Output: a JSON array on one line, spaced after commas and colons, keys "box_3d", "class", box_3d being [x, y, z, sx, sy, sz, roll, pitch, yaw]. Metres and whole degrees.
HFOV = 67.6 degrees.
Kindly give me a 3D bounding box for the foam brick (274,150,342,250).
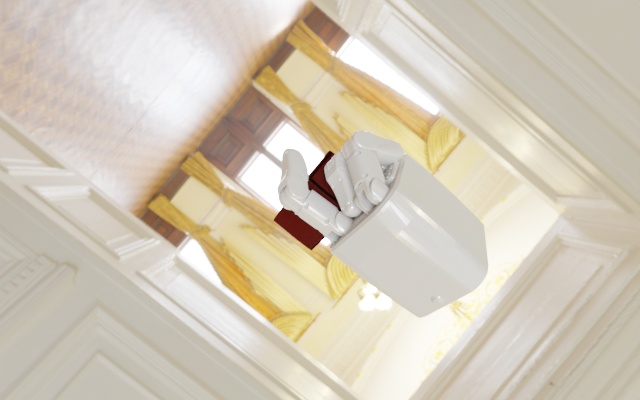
[{"box_3d": [0.000, 0.002, 0.468, 0.078, 0.051, 0.053, -46, 7, 45], "class": "foam brick"}]
